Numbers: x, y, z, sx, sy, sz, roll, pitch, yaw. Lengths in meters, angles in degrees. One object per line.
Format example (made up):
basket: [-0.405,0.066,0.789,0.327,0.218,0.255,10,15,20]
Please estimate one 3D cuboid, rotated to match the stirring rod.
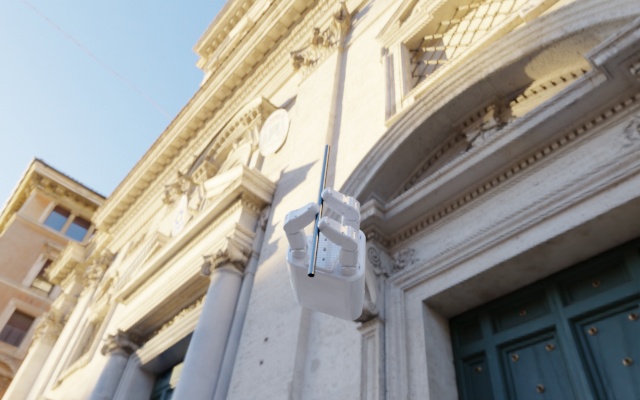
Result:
stirring rod: [0.000,0.002,0.627,0.011,0.011,0.239,0,43,7]
